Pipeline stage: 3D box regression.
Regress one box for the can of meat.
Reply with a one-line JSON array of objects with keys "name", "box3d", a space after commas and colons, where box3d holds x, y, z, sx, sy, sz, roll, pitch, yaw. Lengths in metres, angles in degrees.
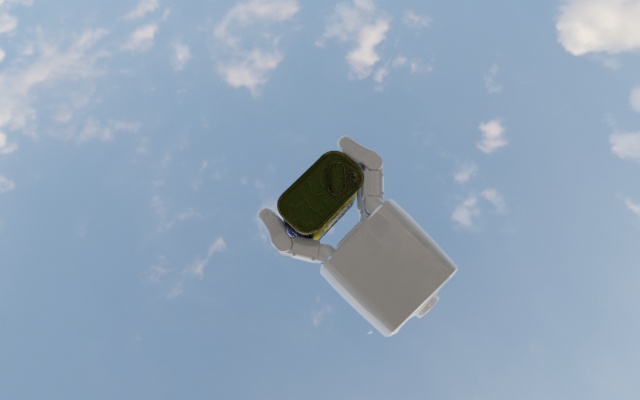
[{"name": "can of meat", "box3d": [0.000, 0.002, 0.564, 0.057, 0.102, 0.084, 42, -13, 12]}]
